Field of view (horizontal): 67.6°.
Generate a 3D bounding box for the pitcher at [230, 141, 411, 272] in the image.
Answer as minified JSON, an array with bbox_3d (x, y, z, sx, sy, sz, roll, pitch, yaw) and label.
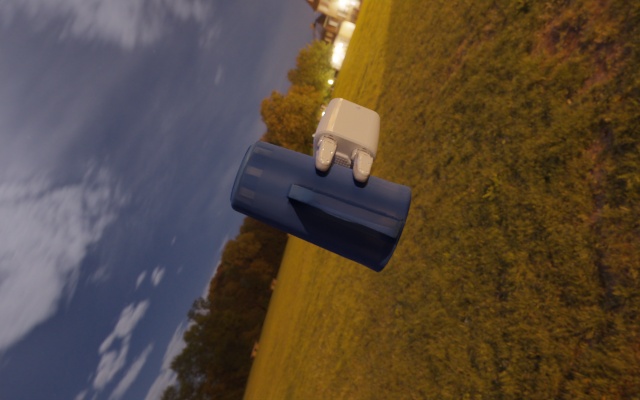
[{"bbox_3d":[0.000,0.002,0.684,0.243,0.145,0.149,20,-44,-3],"label":"pitcher"}]
